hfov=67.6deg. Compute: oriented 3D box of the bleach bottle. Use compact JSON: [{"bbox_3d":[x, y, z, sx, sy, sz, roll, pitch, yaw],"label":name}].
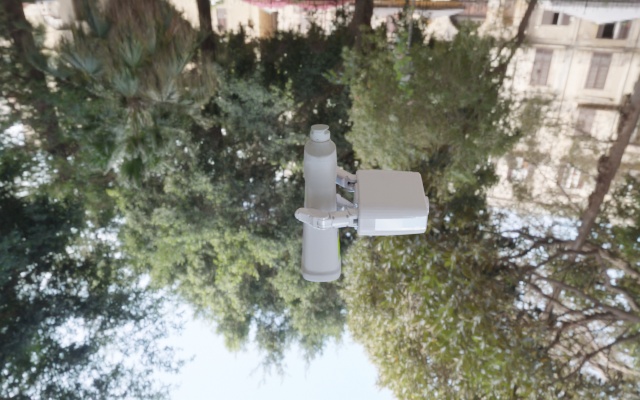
[{"bbox_3d":[0.000,0.003,0.786,0.068,0.251,0.102,-1,26,-1],"label":"bleach bottle"}]
